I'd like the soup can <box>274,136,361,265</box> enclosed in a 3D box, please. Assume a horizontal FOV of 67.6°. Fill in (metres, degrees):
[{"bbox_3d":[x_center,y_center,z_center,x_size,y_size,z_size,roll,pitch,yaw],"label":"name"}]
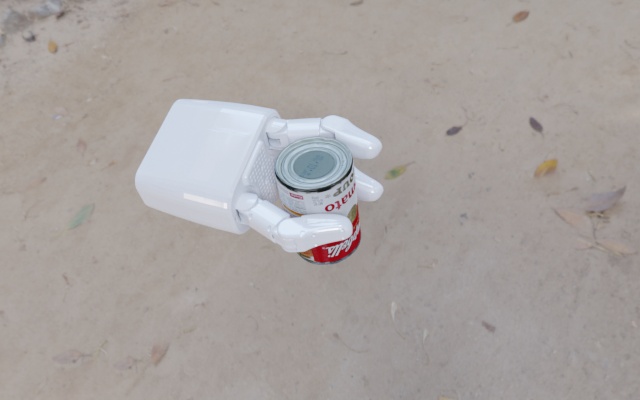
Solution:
[{"bbox_3d":[0.000,0.001,0.430,0.068,0.068,0.102,0,-42,9],"label":"soup can"}]
